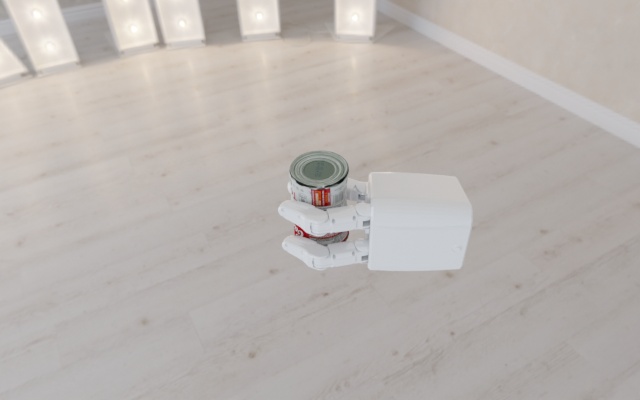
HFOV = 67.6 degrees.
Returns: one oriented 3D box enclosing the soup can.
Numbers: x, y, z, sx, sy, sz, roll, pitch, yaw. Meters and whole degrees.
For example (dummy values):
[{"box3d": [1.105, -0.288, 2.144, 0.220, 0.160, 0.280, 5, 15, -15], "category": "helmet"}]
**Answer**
[{"box3d": [0.000, 0.002, 0.557, 0.068, 0.102, 0.068, -1, 41, 1], "category": "soup can"}]
